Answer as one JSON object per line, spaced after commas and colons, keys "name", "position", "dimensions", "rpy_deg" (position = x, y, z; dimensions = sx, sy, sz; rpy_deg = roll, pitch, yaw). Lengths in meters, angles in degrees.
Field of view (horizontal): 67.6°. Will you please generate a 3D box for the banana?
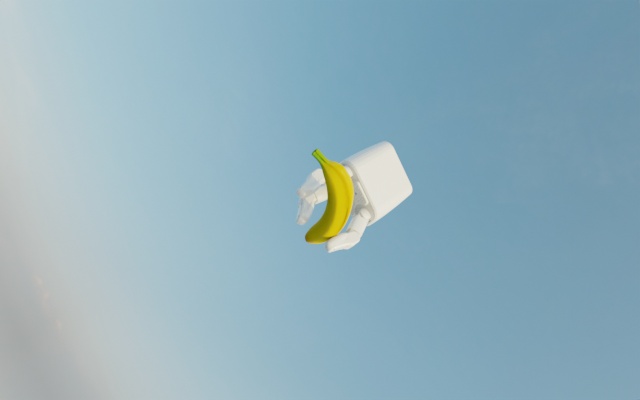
{"name": "banana", "position": [0.014, 0.010, 0.719], "dimensions": [0.069, 0.198, 0.037], "rpy_deg": [35, 51, 25]}
